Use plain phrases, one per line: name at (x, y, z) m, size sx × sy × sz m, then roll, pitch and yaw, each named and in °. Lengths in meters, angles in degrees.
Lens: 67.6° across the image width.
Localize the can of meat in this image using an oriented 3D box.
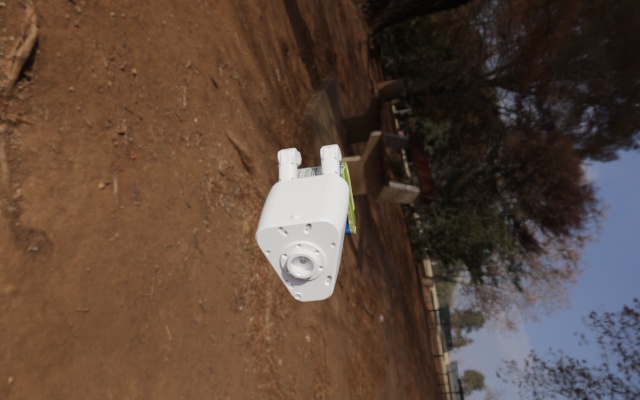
can of meat at (0.000, 0.002, 0.647) m, size 0.084 × 0.102 × 0.057 m, roll -7°, pitch 24°, yaw 10°
